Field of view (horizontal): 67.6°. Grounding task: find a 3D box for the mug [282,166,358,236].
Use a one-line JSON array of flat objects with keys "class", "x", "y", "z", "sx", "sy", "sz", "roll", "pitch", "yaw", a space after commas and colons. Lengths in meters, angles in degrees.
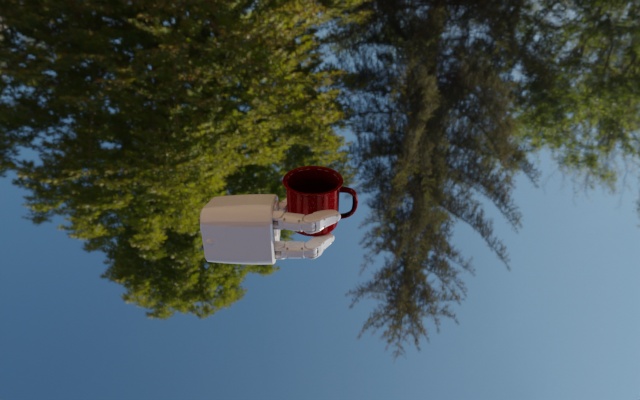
[{"class": "mug", "x": 0.002, "y": 0.003, "z": 0.751, "sx": 0.117, "sy": 0.081, "sz": 0.093, "roll": 1, "pitch": 32, "yaw": 1}]
